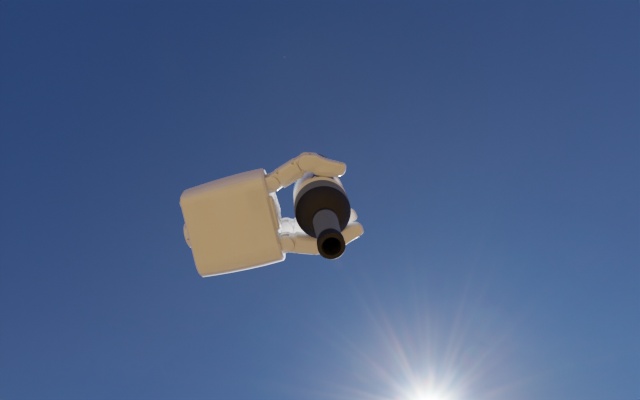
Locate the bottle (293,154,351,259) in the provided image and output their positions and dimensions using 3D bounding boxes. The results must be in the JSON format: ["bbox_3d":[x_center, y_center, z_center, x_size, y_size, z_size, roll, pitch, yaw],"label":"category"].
[{"bbox_3d":[0.000,0.002,0.596,0.069,0.069,0.295,0,17,-4],"label":"bottle"}]
